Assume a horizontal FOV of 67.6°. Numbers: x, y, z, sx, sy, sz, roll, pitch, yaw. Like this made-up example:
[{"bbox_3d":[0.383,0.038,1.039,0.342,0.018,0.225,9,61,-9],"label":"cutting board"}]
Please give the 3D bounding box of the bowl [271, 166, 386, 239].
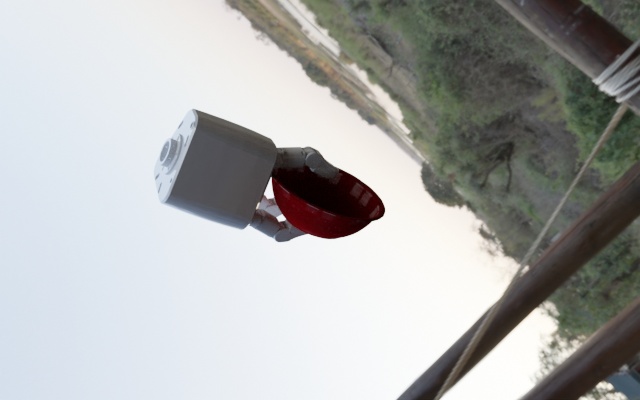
[{"bbox_3d":[0.001,0.003,0.619,0.162,0.055,0.162,20,23,-9],"label":"bowl"}]
